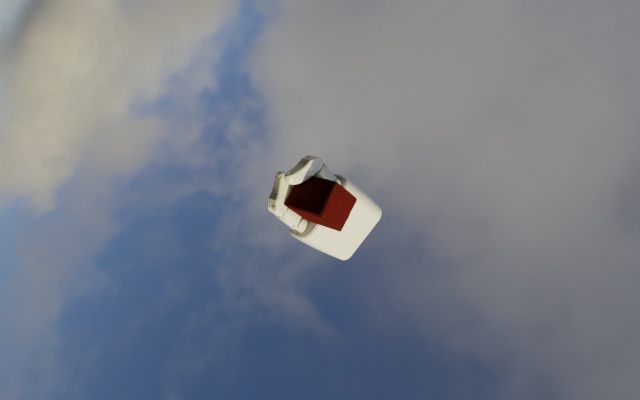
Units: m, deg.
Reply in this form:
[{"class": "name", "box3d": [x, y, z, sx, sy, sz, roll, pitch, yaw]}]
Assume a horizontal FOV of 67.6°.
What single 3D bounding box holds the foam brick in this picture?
[{"class": "foam brick", "box3d": [0.000, 0.002, 0.655, 0.078, 0.053, 0.051, 16, -16, 47]}]
